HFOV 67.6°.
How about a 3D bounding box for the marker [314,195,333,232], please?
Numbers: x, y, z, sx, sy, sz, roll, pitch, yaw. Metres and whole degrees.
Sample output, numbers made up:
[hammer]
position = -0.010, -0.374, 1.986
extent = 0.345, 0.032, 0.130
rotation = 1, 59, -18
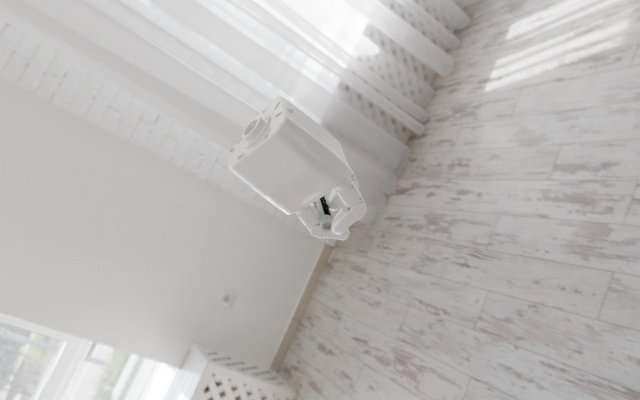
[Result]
[marker]
position = 0.000, 0.002, 0.690
extent = 0.020, 0.020, 0.121
rotation = 0, 33, -11
